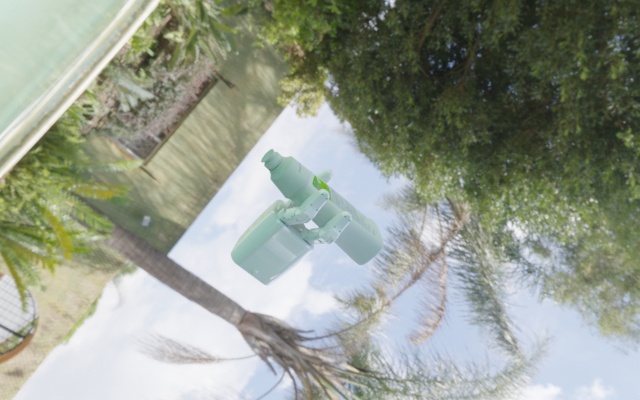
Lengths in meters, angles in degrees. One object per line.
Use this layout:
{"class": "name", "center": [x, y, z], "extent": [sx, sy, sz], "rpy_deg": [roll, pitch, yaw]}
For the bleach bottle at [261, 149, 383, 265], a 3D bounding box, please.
{"class": "bleach bottle", "center": [0.000, 0.003, 0.796], "extent": [0.251, 0.068, 0.102], "rpy_deg": [42, 14, -26]}
